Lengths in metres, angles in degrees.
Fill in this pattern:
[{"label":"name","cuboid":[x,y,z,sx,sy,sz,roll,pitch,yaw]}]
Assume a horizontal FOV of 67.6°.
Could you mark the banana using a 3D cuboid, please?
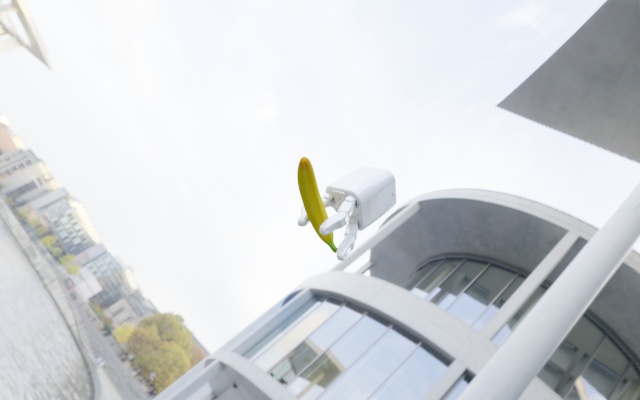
[{"label":"banana","cuboid":[-0.009,0.004,0.913,0.037,0.198,0.069,-30,21,-25]}]
